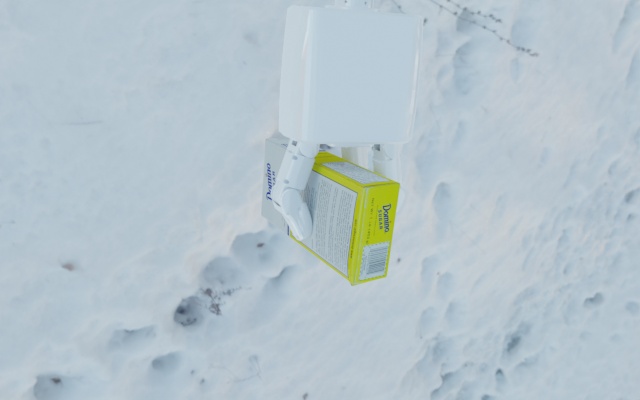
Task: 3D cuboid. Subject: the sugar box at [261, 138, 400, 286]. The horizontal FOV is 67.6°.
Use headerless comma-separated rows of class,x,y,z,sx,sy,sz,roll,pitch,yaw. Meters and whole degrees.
sugar box,0.001,0.001,0.470,0.048,0.093,0.176,-6,23,-31
